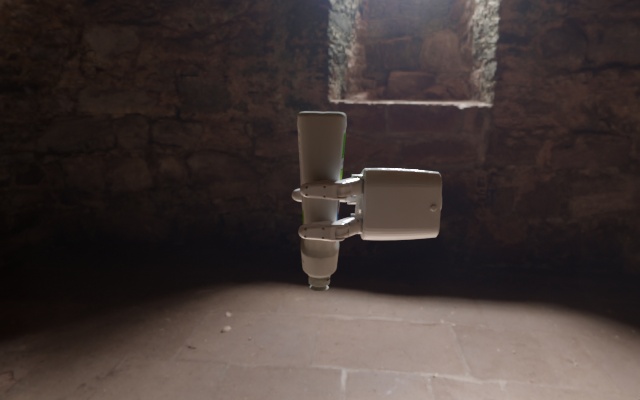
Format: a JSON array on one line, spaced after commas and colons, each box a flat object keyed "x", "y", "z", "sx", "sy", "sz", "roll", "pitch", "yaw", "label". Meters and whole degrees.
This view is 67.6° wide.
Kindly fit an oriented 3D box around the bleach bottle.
[{"x": 0.000, "y": 0.002, "z": 0.676, "sx": 0.068, "sy": 0.251, "sz": 0.102, "roll": 1, "pitch": 12, "yaw": 1, "label": "bleach bottle"}]
